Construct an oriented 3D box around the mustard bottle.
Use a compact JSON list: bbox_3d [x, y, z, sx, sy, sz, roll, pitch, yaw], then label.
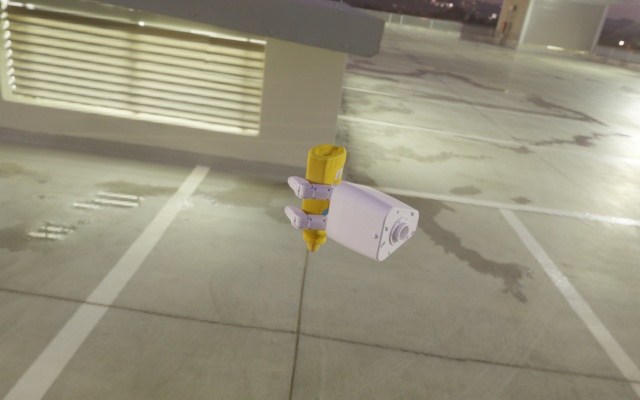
[{"bbox_3d":[0.000,0.002,0.836,0.058,0.192,0.096,15,23,14],"label":"mustard bottle"}]
